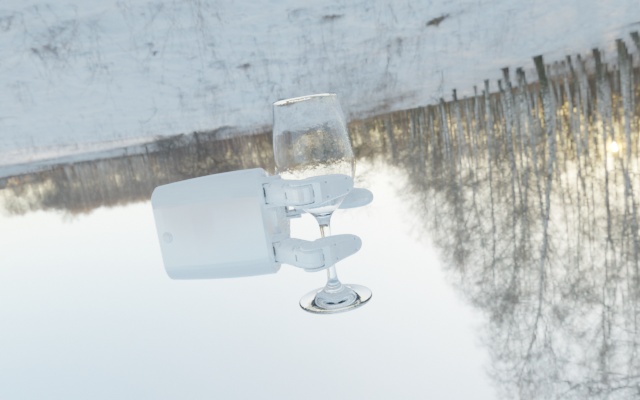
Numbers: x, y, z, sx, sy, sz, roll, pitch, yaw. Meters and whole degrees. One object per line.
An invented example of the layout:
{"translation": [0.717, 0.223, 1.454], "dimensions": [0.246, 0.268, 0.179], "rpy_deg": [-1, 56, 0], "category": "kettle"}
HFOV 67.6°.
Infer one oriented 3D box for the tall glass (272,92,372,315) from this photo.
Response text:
{"translation": [0.000, 0.002, 0.461], "dimensions": [0.079, 0.201, 0.079], "rpy_deg": [-8, 10, 1], "category": "tall glass"}
